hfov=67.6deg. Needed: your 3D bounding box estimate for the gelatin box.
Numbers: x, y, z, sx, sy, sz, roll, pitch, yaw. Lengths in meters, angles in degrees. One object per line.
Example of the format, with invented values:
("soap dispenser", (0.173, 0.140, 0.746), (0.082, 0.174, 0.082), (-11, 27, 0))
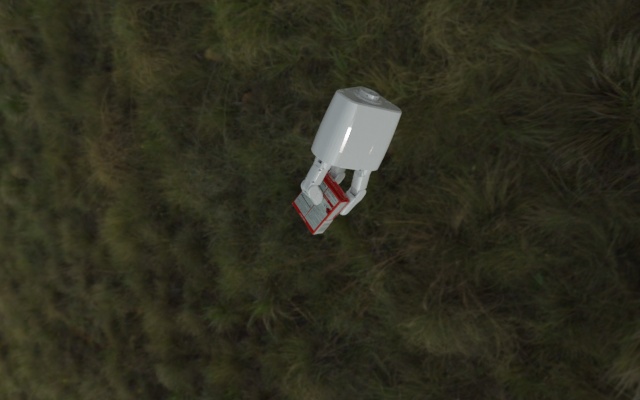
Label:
("gelatin box", (0.000, 0.003, 0.823), (0.030, 0.073, 0.089), (-3, -40, -49))
